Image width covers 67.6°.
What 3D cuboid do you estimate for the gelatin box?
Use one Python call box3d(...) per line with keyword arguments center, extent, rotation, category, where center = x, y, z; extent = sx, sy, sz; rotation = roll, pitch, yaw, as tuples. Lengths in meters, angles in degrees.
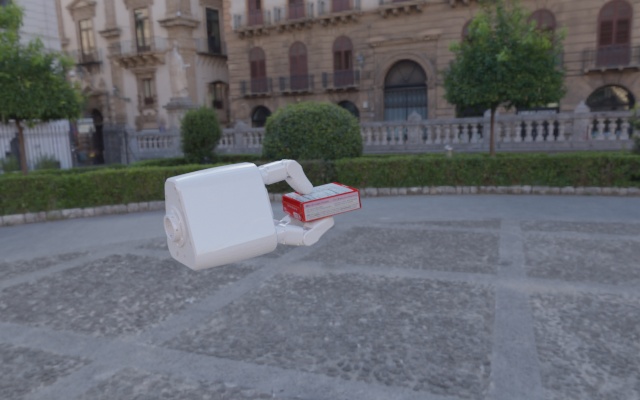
box3d(center=(0.000, 0.002, 0.661), extent=(0.089, 0.030, 0.073), rotation=(-14, 15, -22), category="gelatin box")
